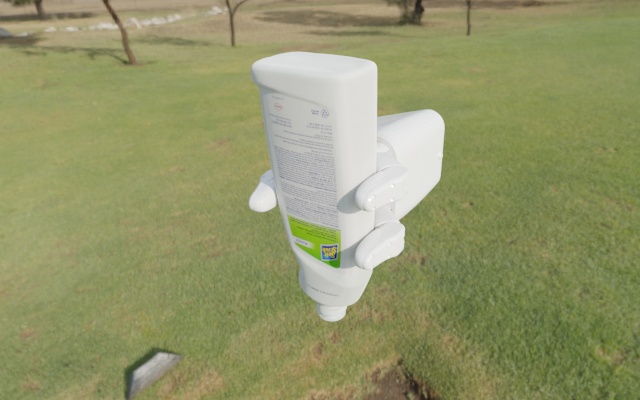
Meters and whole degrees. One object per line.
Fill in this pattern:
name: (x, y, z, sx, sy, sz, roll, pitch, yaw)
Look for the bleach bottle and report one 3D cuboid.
bleach bottle: (0.000, 0.001, 0.434, 0.102, 0.251, 0.068, 18, 34, 33)
